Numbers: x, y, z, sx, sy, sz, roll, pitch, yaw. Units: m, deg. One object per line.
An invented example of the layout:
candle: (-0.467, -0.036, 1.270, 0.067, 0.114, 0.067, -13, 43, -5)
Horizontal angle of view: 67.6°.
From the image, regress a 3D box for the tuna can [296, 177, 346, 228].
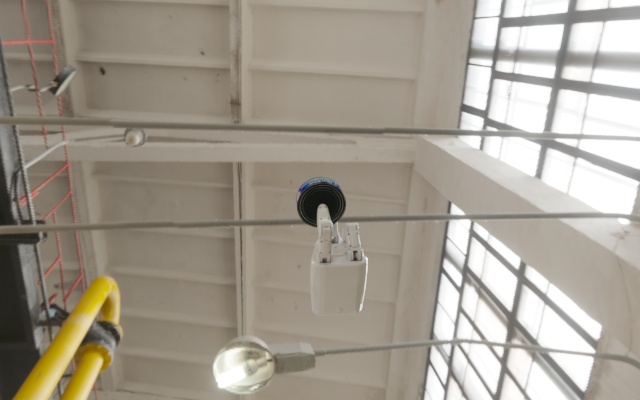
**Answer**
tuna can: (0.000, 0.002, 0.837, 0.086, 0.086, 0.033, 0, 25, -8)
